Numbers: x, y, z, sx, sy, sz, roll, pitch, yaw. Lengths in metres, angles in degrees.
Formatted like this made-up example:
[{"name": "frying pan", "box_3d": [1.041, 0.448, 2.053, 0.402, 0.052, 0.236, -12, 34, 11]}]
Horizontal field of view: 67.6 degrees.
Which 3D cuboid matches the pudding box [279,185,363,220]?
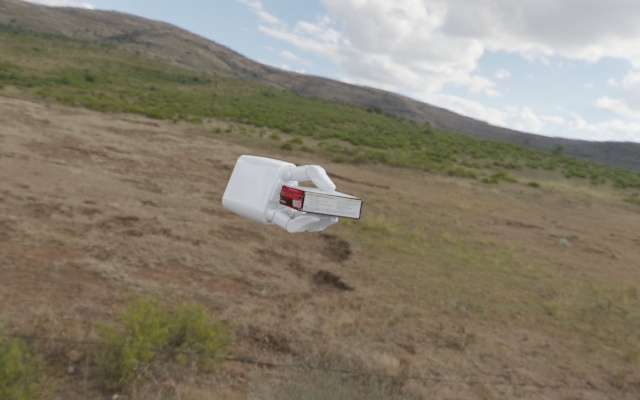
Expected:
[{"name": "pudding box", "box_3d": [0.000, 0.002, 0.791, 0.113, 0.039, 0.090, 6, 6, -28]}]
